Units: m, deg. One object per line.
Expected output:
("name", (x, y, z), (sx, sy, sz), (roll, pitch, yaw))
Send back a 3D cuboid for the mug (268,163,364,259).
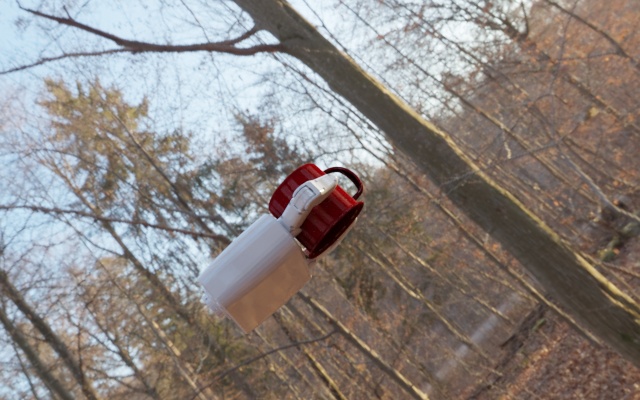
("mug", (0.001, 0.001, 0.580), (0.117, 0.081, 0.093), (-42, -14, -18))
